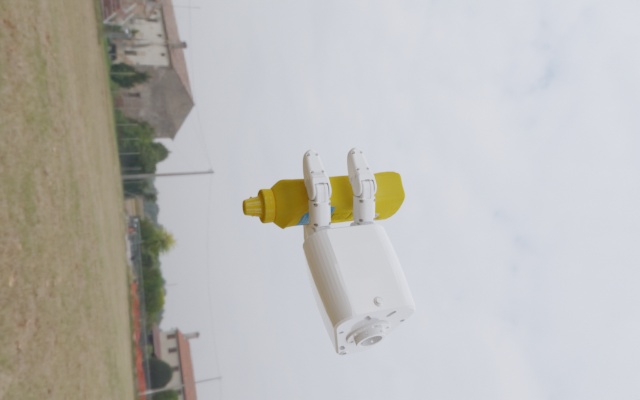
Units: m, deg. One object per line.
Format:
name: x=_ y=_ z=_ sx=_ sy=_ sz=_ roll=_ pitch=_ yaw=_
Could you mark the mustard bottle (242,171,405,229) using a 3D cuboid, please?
mustard bottle: x=0.000 y=0.002 z=0.588 sx=0.191 sy=0.058 sz=0.096 roll=-5 pitch=-14 yaw=-21
